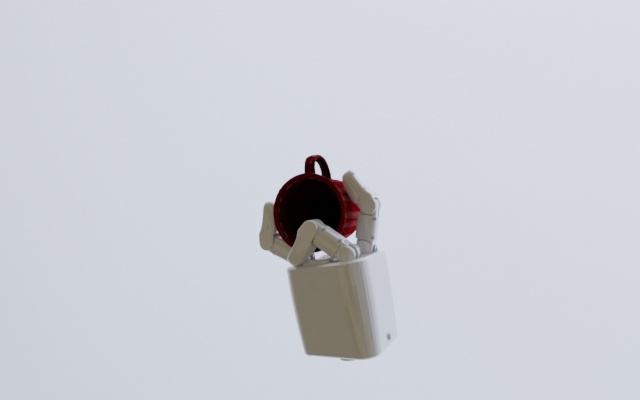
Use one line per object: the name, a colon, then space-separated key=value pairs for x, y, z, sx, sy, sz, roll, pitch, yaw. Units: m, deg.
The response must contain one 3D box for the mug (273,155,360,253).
mug: x=0.000 y=0.001 z=0.590 sx=0.093 sy=0.117 sz=0.081 roll=-9 pitch=-2 yaw=24
